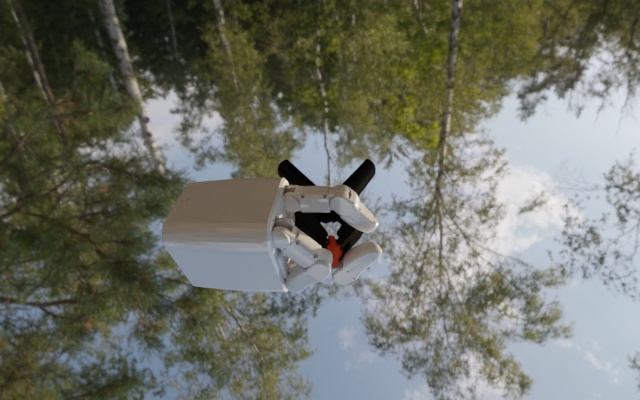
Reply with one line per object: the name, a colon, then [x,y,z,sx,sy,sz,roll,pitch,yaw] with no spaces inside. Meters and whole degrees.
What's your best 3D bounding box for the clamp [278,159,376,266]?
clamp: [0.000,0.002,0.542,0.120,0.039,0.171,0,36,9]
